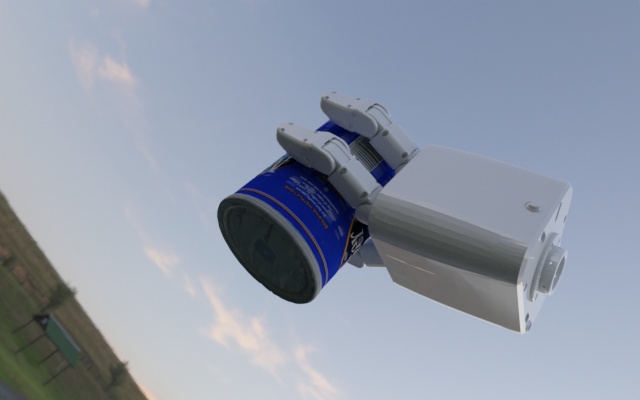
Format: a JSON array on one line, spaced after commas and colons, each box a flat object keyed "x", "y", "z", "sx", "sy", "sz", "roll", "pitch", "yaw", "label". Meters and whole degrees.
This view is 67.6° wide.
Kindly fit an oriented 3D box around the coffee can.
[{"x": 0.000, "y": 0.001, "z": 0.401, "sx": 0.103, "sy": 0.103, "sz": 0.140, "roll": 0, "pitch": 34, "yaw": 48, "label": "coffee can"}]
